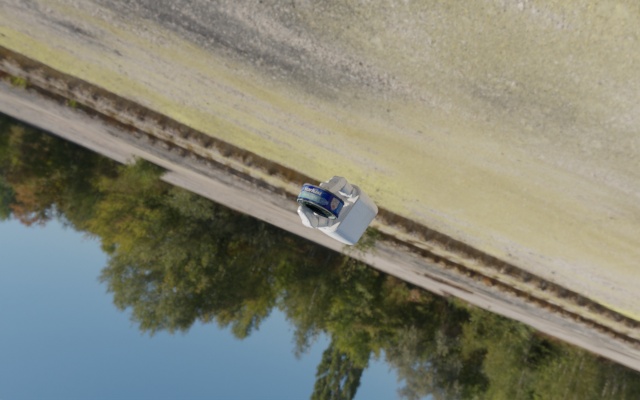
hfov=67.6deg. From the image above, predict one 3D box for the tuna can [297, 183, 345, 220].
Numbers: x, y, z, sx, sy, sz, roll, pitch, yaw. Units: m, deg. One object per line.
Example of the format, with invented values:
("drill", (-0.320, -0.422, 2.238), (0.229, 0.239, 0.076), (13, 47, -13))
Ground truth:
("tuna can", (0.000, 0.003, 0.892), (0.086, 0.033, 0.086), (25, -12, 6))
